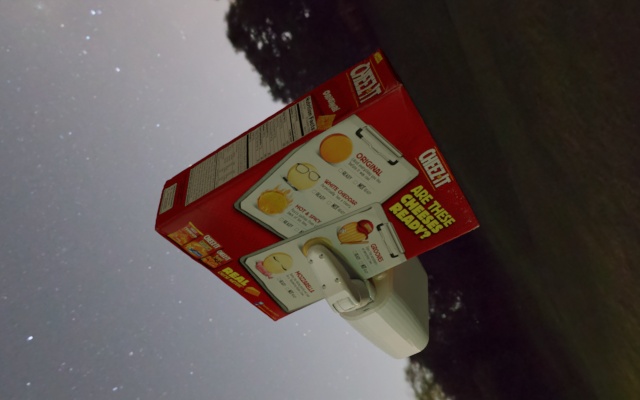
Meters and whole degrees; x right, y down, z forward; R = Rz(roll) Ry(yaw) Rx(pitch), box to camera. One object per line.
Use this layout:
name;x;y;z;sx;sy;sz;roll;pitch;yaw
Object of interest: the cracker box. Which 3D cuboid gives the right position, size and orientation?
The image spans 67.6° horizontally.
cracker box;0.000;0.002;0.406;0.214;0.072;0.164;-29;-50;15
